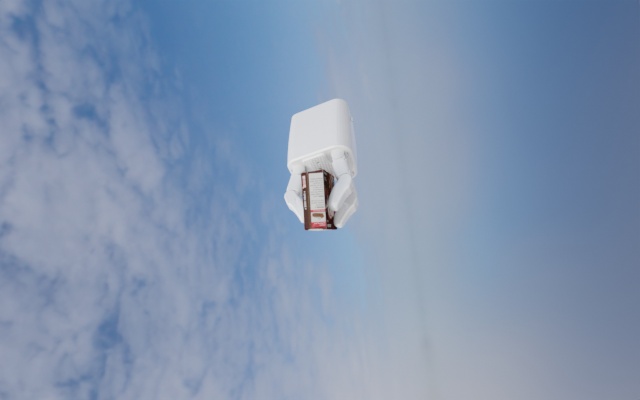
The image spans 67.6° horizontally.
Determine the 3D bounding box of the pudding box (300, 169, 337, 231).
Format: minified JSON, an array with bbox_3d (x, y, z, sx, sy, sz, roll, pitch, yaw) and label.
[{"bbox_3d":[0.000,0.002,0.745,0.039,0.090,0.113,-5,-4,12],"label":"pudding box"}]
